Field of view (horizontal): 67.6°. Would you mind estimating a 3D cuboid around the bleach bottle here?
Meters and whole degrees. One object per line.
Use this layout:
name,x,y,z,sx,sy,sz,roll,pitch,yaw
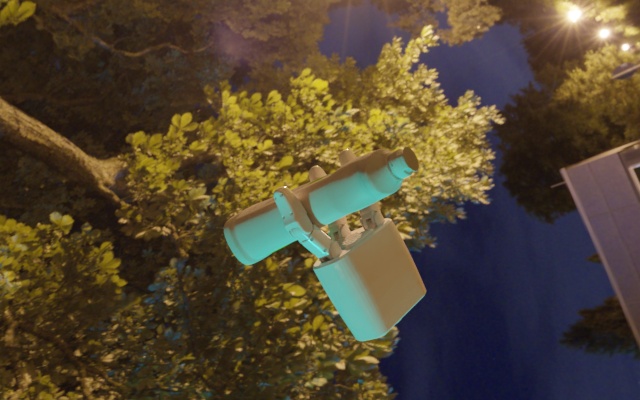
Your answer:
bleach bottle,0.000,0.002,0.566,0.251,0.068,0.102,-25,5,38
